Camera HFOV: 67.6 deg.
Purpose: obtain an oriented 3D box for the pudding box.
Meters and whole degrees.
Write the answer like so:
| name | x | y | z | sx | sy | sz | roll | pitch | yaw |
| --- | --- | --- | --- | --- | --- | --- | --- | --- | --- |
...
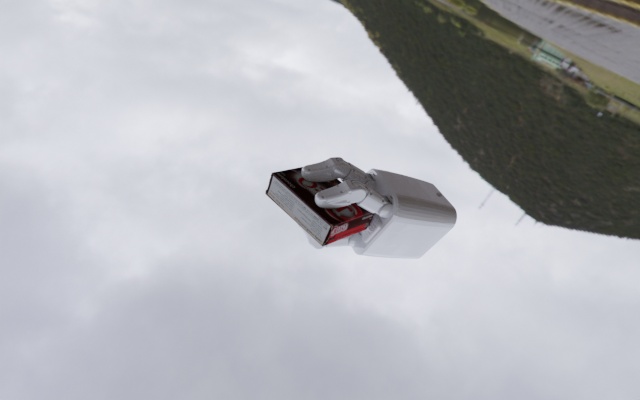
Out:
| name | x | y | z | sx | sy | sz | roll | pitch | yaw |
| --- | --- | --- | --- | --- | --- | --- | --- | --- | --- |
| pudding box | 0.000 | 0.002 | 0.605 | 0.113 | 0.039 | 0.090 | 39 | 32 | 28 |
